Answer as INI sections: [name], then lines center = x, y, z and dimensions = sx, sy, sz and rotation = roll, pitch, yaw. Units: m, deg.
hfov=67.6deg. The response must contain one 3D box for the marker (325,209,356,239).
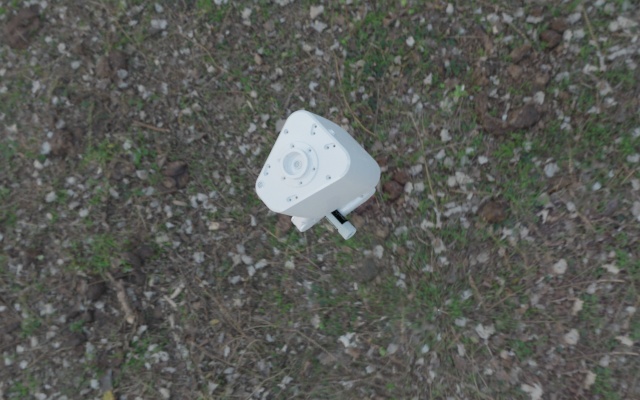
[marker]
center = 0.000, 0.002, 0.630
dimensions = 0.121, 0.020, 0.020
rotation = 47, 18, 18
